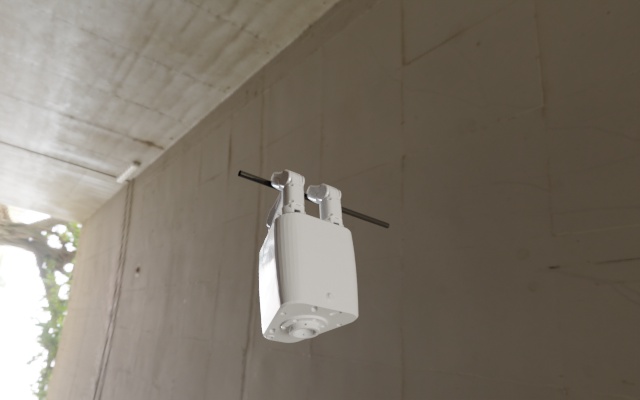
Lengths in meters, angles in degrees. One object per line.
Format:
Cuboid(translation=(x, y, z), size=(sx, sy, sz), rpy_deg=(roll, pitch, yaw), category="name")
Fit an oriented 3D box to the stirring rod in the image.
Cuboid(translation=(0.000, 0.002, 0.637), size=(0.239, 0.011, 0.011), rpy_deg=(20, -10, -30), category="stirring rod")
